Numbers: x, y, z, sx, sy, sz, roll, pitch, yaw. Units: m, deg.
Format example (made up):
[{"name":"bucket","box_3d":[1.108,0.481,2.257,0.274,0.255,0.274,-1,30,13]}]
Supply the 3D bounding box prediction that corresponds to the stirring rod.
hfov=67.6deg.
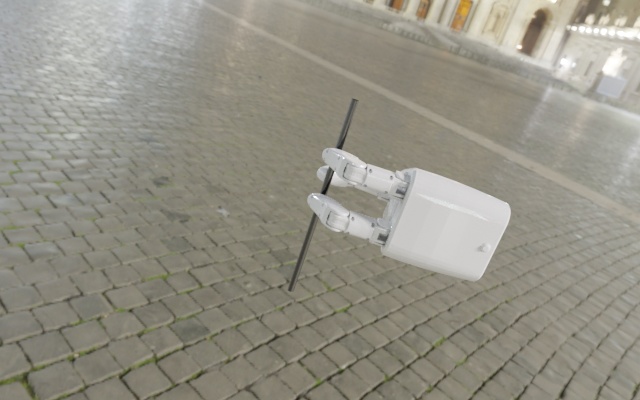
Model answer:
[{"name":"stirring rod","box_3d":[0.000,0.002,0.541,0.011,0.240,0.011,17,20,-6]}]
